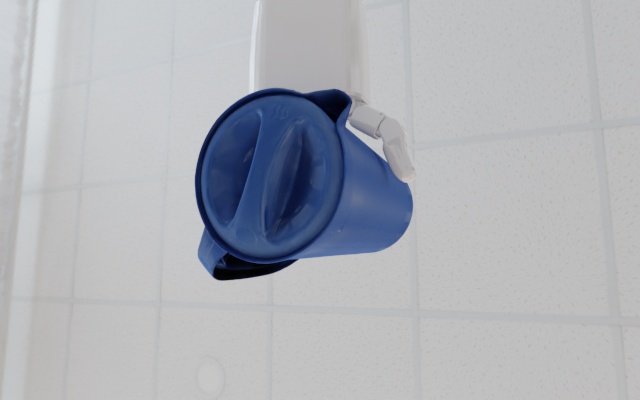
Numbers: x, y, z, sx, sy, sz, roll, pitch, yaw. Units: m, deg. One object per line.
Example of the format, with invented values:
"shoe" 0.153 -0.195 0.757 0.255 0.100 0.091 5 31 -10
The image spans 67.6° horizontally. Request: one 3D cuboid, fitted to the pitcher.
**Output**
"pitcher" 0.000 0.001 0.460 0.149 0.145 0.243 -5 -10 25
